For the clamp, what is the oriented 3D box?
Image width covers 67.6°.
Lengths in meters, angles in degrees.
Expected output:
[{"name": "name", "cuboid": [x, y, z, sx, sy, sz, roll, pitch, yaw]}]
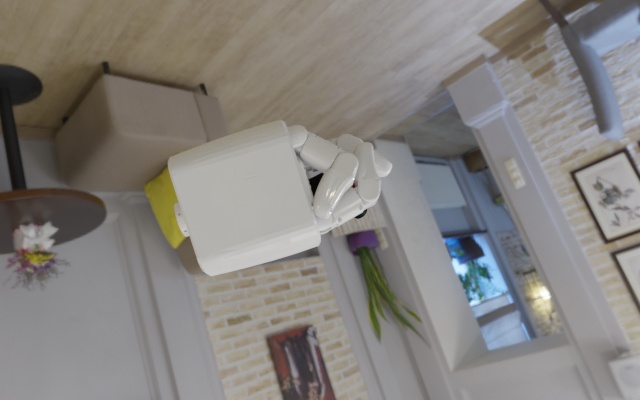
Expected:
[{"name": "clamp", "cuboid": [0.000, 0.002, 0.526, 0.120, 0.039, 0.171, -17, -16, -5]}]
